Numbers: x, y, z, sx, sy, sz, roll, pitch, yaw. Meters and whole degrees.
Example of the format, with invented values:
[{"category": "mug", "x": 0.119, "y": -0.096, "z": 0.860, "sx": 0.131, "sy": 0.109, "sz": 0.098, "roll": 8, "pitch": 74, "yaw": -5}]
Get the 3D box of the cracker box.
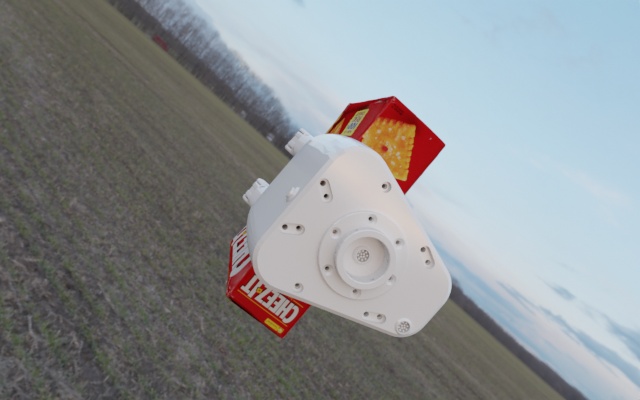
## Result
[{"category": "cracker box", "x": 0.000, "y": 0.002, "z": 0.465, "sx": 0.072, "sy": 0.213, "sz": 0.164, "roll": 41, "pitch": 2, "yaw": -13}]
